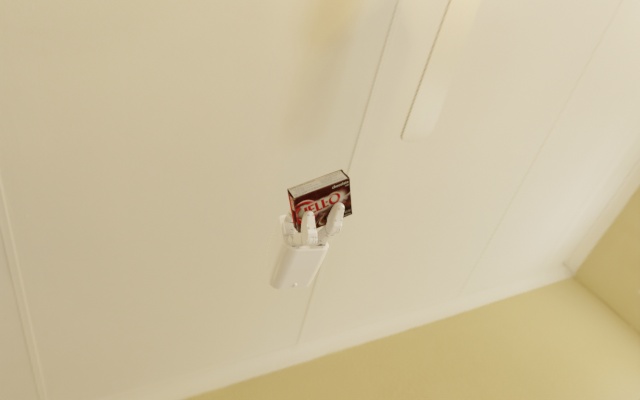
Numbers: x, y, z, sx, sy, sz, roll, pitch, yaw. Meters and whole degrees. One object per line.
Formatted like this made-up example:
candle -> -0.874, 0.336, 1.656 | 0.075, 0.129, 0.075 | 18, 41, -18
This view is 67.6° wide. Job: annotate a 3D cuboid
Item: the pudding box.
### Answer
pudding box -> 0.000, 0.003, 0.873 | 0.113, 0.090, 0.039 | -23, 45, -16
